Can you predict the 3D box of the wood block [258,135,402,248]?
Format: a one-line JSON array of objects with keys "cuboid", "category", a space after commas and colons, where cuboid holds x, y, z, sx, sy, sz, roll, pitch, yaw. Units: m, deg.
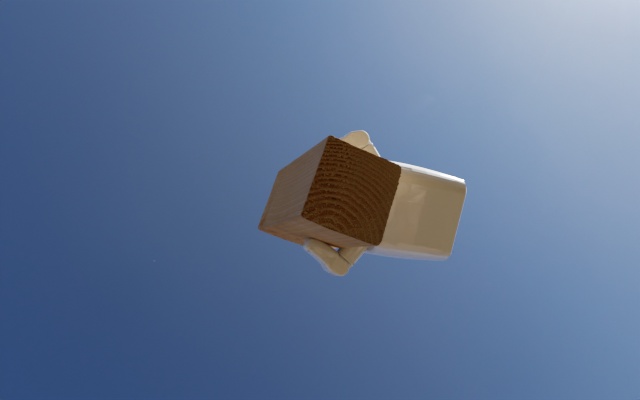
[{"cuboid": [0.000, 0.002, 0.570, 0.090, 0.090, 0.206, 22, -13, -15], "category": "wood block"}]
